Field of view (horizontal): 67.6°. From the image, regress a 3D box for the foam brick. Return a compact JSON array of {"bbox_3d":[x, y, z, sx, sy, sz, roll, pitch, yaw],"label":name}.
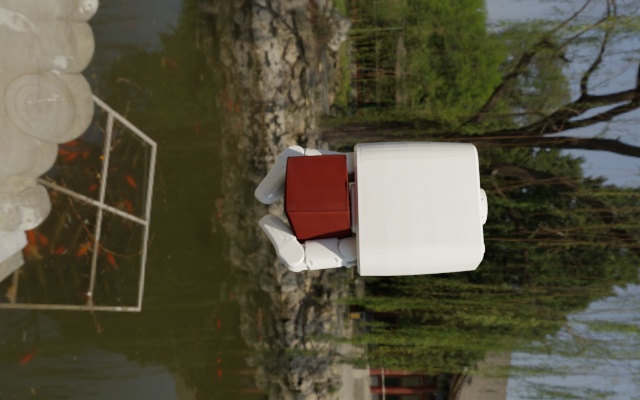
[{"bbox_3d":[0.000,0.001,0.416,0.051,0.053,0.078,-2,-25,5],"label":"foam brick"}]
